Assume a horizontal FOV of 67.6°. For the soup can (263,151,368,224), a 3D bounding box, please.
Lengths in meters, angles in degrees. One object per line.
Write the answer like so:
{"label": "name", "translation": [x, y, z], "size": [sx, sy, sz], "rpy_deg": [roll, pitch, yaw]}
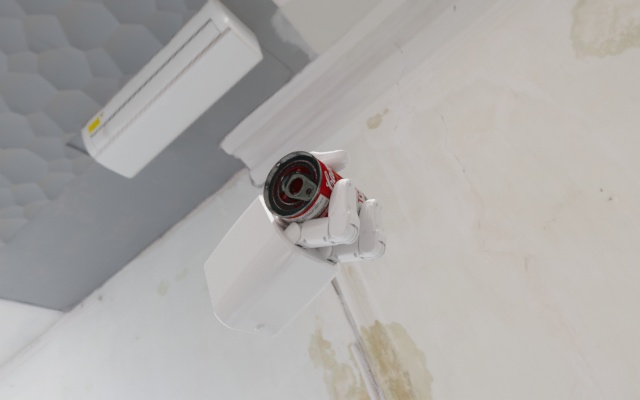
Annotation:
{"label": "soup can", "translation": [0.001, 0.001, 0.488], "size": [0.068, 0.068, 0.102], "rpy_deg": [0, -21, 36]}
